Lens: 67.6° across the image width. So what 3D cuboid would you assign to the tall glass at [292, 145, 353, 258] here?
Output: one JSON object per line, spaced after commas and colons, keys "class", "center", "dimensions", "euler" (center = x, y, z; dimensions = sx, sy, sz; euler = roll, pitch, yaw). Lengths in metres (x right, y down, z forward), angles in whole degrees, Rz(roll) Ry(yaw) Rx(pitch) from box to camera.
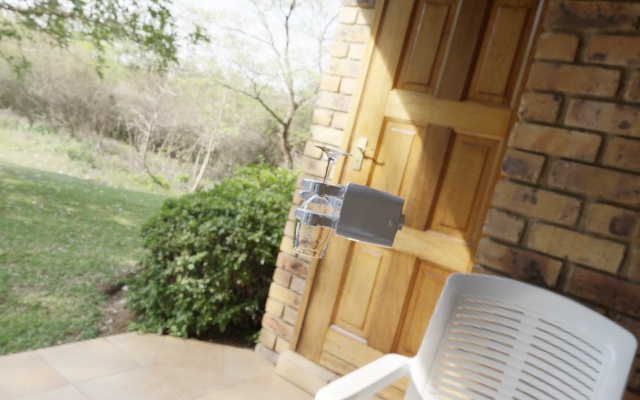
{"class": "tall glass", "center": [0.000, 0.002, 0.891], "dimensions": [0.079, 0.201, 0.079], "euler": [14, 5, -1]}
